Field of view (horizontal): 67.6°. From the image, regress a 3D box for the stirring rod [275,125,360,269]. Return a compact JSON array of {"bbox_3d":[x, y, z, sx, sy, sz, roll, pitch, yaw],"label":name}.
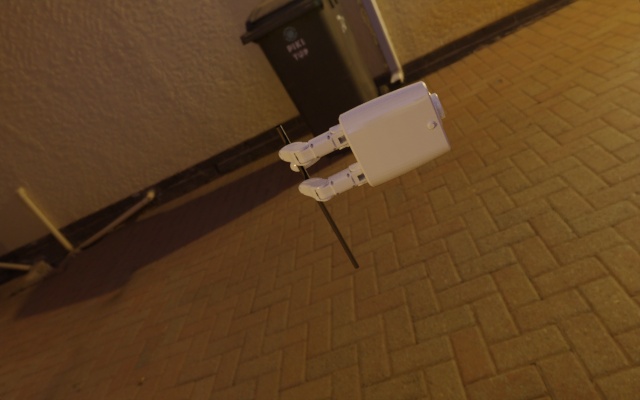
[{"bbox_3d":[0.000,0.002,0.651,0.011,0.240,0.011,-24,25,12],"label":"stirring rod"}]
